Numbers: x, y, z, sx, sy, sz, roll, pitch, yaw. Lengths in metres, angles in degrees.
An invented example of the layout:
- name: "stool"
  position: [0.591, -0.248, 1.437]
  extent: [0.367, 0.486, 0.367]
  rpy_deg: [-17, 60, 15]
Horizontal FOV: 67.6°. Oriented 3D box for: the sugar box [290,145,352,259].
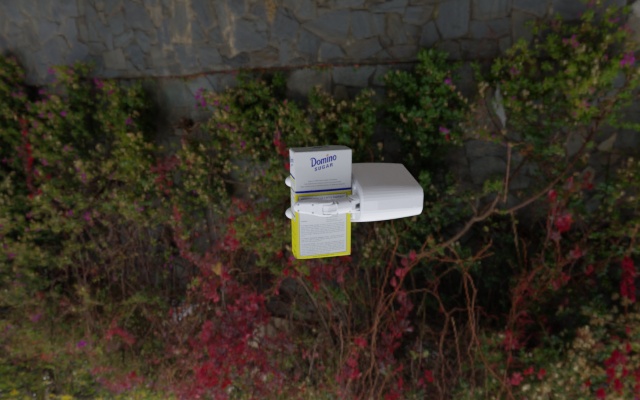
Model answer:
- name: "sugar box"
  position: [0.000, 0.002, 0.763]
  extent: [0.093, 0.176, 0.048]
  rpy_deg: [-4, 15, -14]
